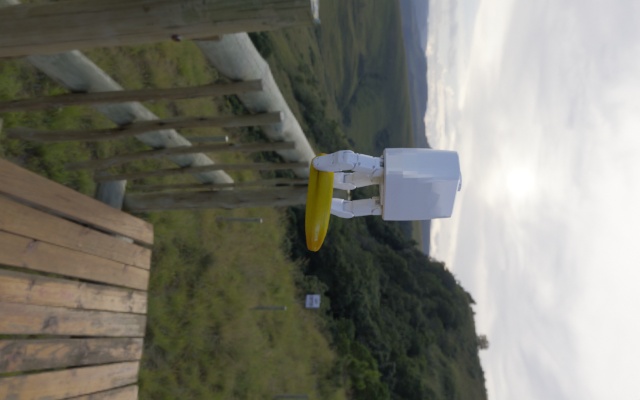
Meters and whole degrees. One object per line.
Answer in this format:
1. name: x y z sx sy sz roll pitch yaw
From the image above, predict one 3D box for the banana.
1. banana: 0.000 -0.014 0.702 0.037 0.070 0.197 2 38 2
